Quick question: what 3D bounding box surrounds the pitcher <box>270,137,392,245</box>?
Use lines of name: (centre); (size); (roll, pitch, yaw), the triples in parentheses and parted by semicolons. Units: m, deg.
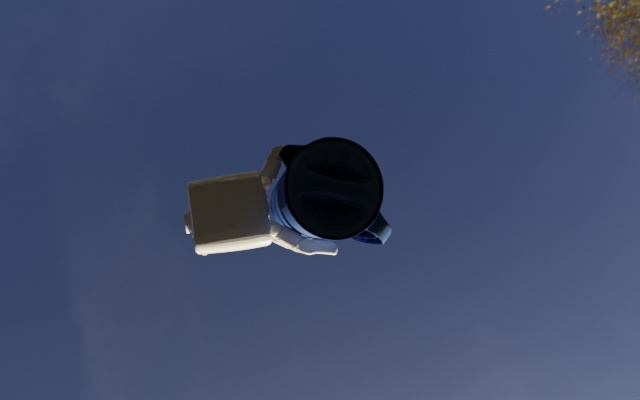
pitcher: (0.000, 0.002, 0.718); (0.145, 0.149, 0.243); (-8, -4, -14)
